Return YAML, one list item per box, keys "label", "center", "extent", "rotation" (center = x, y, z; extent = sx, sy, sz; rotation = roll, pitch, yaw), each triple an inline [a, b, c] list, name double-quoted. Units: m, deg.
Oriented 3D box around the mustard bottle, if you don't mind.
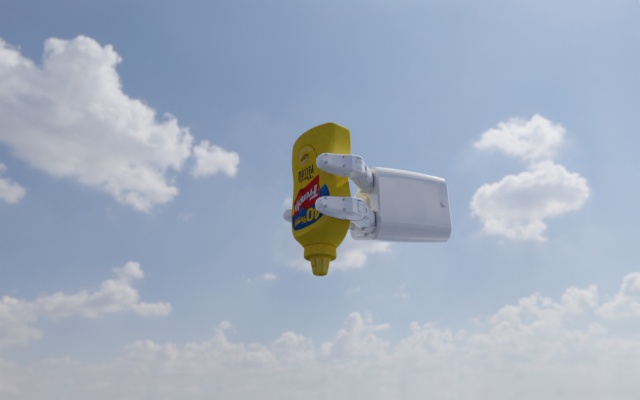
- label: "mustard bottle"
  center: [0.000, 0.002, 0.616]
  extent: [0.058, 0.191, 0.096]
  rotation: [17, -28, -36]
